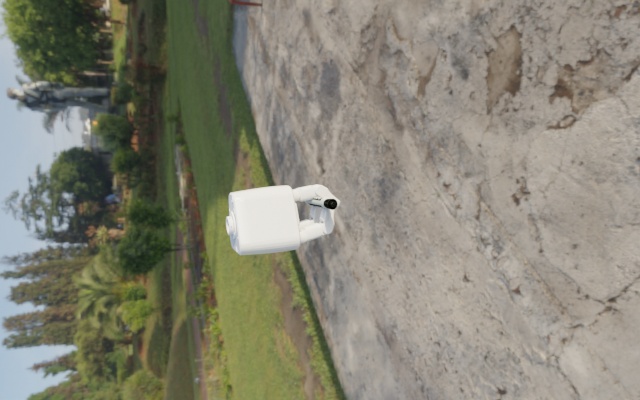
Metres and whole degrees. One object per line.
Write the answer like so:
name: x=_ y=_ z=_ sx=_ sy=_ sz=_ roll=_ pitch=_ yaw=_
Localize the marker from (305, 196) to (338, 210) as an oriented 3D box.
marker: x=0.000 y=0.003 z=0.845 sx=0.020 sy=0.020 sz=0.121 roll=0 pitch=4 yaw=-21
